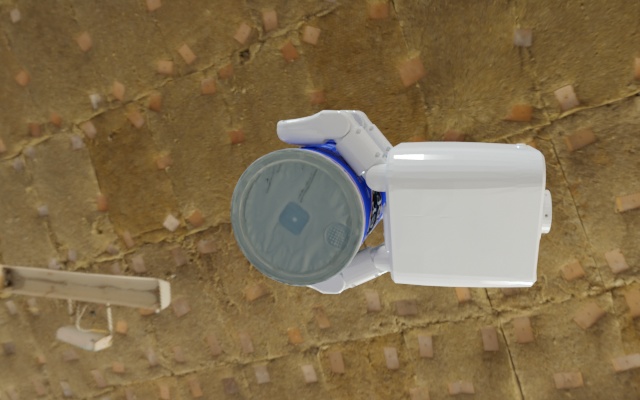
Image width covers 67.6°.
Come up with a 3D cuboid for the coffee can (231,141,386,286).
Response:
[{"bbox_3d":[0.000,0.001,0.412,0.103,0.103,0.140,0,10,16],"label":"coffee can"}]
